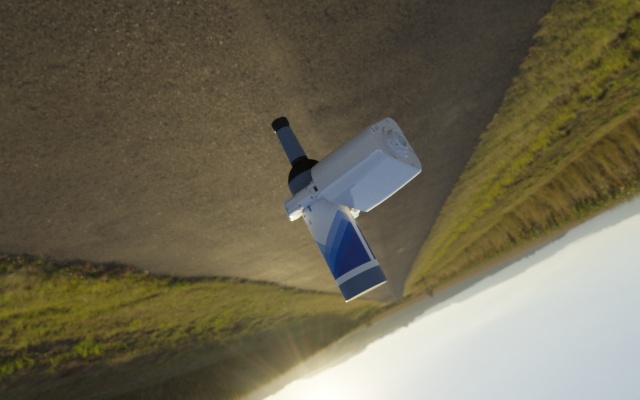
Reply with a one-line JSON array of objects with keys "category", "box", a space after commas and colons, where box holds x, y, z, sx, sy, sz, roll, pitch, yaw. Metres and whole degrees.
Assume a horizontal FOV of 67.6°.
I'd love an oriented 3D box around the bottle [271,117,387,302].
[{"category": "bottle", "box": [0.000, 0.003, 0.713, 0.069, 0.295, 0.069, -26, -15, -7]}]
